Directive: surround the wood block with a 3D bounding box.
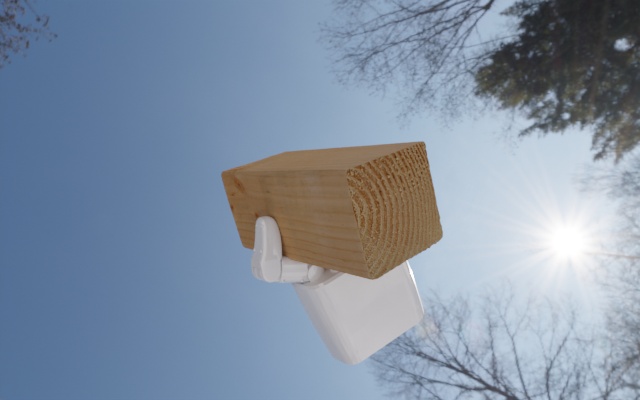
[{"bbox_3d":[0.000,0.002,0.455,0.091,0.090,0.206,-23,16,-34],"label":"wood block"}]
